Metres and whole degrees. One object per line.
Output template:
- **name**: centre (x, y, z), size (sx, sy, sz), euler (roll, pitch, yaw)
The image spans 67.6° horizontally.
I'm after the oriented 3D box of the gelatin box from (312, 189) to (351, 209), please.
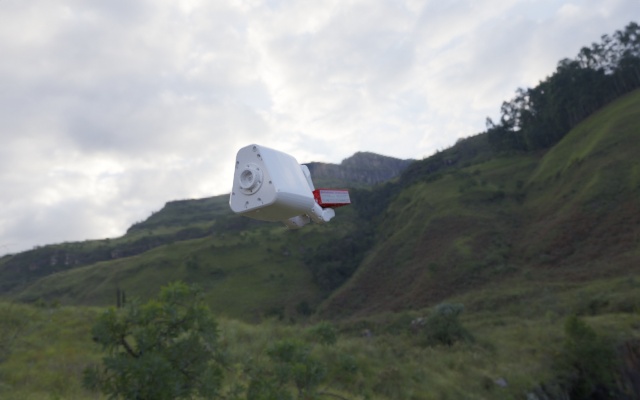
- **gelatin box**: centre (0.000, 0.002, 0.880), size (0.073, 0.030, 0.089), euler (-19, -12, 39)
